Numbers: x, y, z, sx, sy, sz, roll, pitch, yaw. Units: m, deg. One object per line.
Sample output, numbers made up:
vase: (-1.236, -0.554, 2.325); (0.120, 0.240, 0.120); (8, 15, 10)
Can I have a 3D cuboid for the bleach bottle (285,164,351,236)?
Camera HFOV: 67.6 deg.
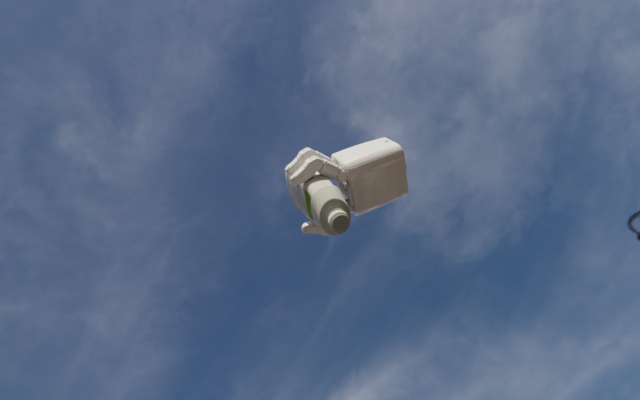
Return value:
bleach bottle: (0.000, 0.003, 0.813); (0.068, 0.103, 0.250); (-20, 23, -9)
